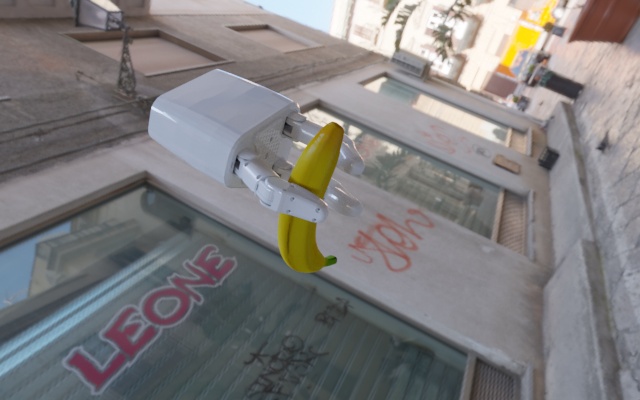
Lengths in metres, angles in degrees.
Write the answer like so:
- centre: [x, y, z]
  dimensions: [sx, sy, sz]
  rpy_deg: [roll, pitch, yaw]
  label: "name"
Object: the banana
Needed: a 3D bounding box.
- centre: [-0.012, 0.014, 0.462]
  dimensions: [0.037, 0.198, 0.069]
  rpy_deg: [32, 53, 24]
  label: "banana"
